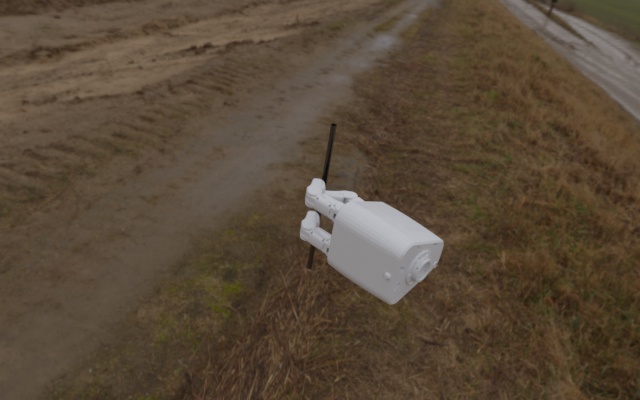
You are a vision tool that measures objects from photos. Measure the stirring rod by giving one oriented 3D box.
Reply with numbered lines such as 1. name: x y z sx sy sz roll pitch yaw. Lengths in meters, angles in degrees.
1. stirring rod: 0.000 0.002 0.699 0.011 0.240 0.011 8 29 -4
